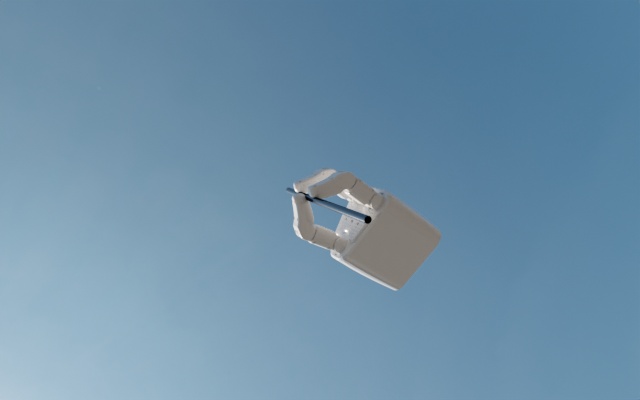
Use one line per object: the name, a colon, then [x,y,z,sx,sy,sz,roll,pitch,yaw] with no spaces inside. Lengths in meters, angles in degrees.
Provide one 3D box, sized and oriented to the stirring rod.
stirring rod: [0.000,0.002,0.561,0.011,0.011,0.239,0,8,-22]
